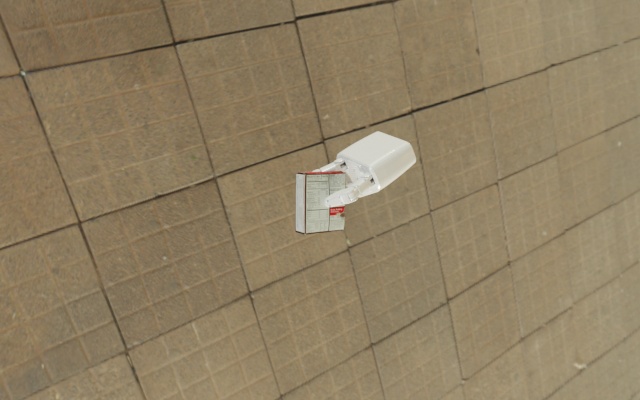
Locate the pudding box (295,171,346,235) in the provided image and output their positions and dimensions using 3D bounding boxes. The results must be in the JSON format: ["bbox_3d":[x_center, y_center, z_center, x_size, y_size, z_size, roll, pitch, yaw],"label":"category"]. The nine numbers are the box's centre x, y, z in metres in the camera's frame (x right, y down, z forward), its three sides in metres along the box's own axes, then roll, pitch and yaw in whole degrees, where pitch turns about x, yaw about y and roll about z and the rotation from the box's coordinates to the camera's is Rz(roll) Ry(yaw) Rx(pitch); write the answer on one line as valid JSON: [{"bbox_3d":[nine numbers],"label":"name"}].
[{"bbox_3d":[0.000,0.003,0.874,0.090,0.113,0.039,-3,7,-32],"label":"pudding box"}]
